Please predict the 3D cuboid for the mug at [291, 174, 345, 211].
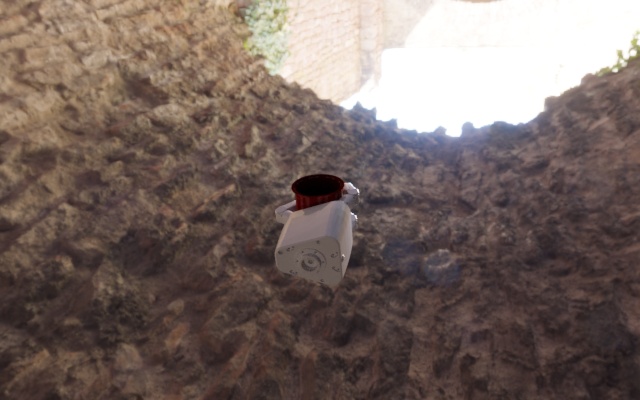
[{"bbox_3d":[0.000,0.002,0.861,0.093,0.081,0.117,2,28,12],"label":"mug"}]
